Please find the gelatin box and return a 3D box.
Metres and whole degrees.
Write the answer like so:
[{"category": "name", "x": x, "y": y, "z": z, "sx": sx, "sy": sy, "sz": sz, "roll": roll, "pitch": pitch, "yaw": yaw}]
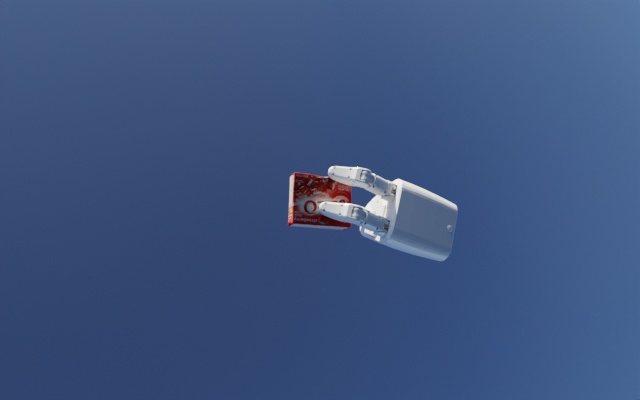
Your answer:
[{"category": "gelatin box", "x": 0.000, "y": 0.002, "z": 0.680, "sx": 0.089, "sy": 0.073, "sz": 0.030, "roll": 6, "pitch": -13, "yaw": -17}]
